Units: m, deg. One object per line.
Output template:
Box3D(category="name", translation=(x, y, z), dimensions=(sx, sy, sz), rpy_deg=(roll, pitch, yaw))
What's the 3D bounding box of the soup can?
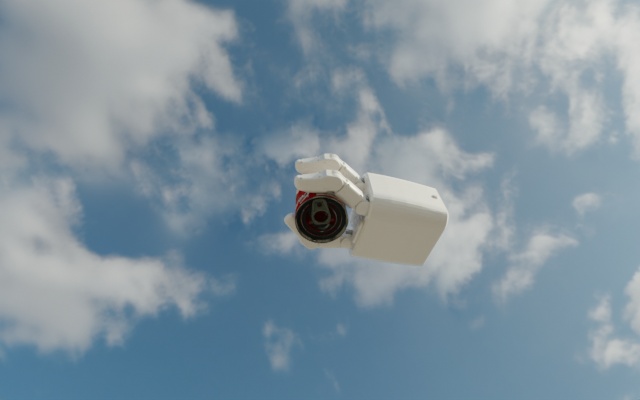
Box3D(category="soup can", translation=(0.000, 0.002, 0.645), dimensions=(0.068, 0.068, 0.102), rpy_deg=(0, 28, -2))
